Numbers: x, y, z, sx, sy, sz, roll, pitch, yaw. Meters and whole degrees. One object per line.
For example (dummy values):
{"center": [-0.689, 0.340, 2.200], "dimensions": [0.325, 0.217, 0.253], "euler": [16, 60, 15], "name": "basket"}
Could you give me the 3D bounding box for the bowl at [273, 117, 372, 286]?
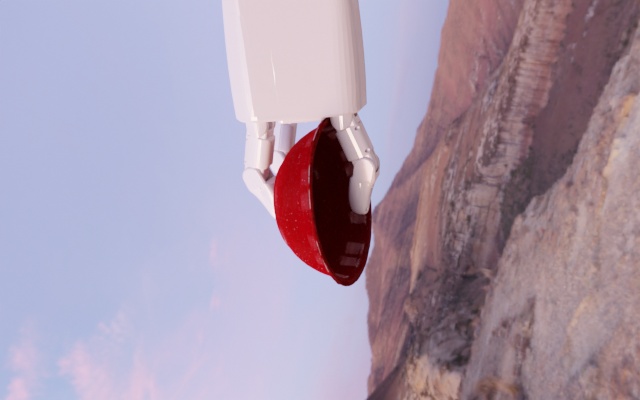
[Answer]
{"center": [0.000, 0.003, 0.461], "dimensions": [0.055, 0.162, 0.162], "euler": [-6, -2, 23], "name": "bowl"}
